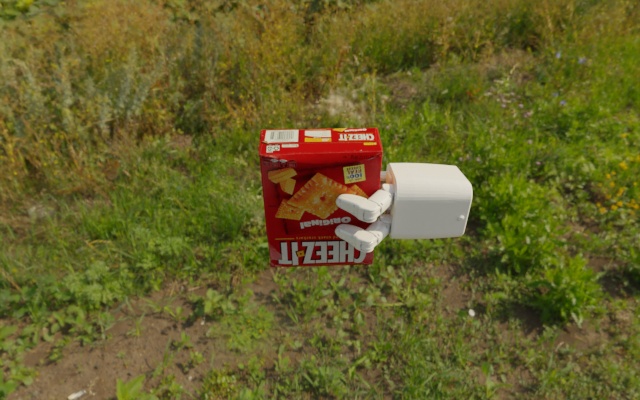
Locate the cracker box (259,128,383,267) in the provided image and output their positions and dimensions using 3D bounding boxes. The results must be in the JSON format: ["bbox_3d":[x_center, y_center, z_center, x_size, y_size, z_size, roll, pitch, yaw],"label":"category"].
[{"bbox_3d":[0.000,0.002,0.698,0.164,0.214,0.072,-1,38,-1],"label":"cracker box"}]
